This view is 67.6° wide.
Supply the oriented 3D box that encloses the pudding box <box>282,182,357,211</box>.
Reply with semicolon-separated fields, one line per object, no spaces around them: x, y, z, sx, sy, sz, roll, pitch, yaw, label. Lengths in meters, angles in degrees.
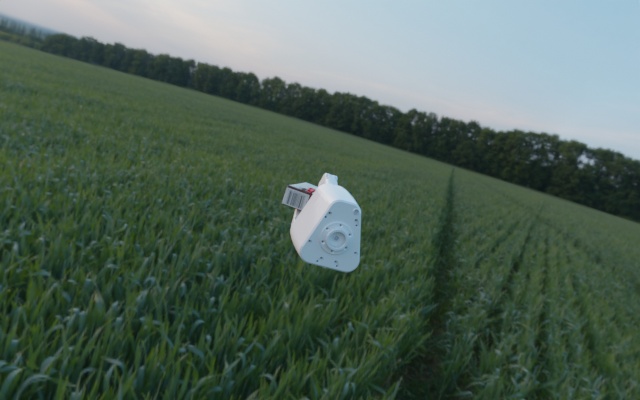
0.000;0.003;0.857;0.113;0.039;0.090;21;11;15;pudding box
